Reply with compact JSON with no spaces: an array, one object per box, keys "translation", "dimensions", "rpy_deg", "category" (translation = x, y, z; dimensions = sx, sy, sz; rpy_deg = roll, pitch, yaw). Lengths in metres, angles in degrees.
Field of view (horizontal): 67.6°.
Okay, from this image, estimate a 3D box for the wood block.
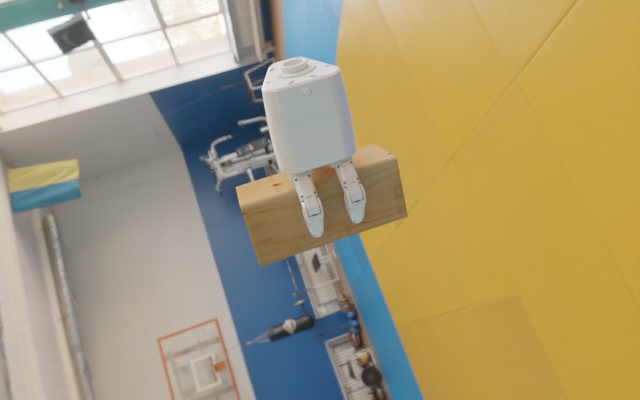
[{"translation":[0.000,0.002,0.647],"dimensions":[0.206,0.090,0.090],"rpy_deg":[-18,21,-8],"category":"wood block"}]
